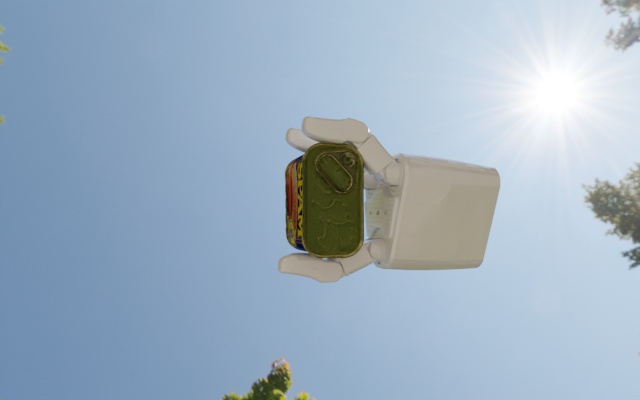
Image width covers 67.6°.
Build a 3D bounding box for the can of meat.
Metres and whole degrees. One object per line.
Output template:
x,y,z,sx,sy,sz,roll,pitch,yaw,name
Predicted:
0.000,0.002,0.458,0.057,0.102,0.084,0,-2,-17,can of meat
